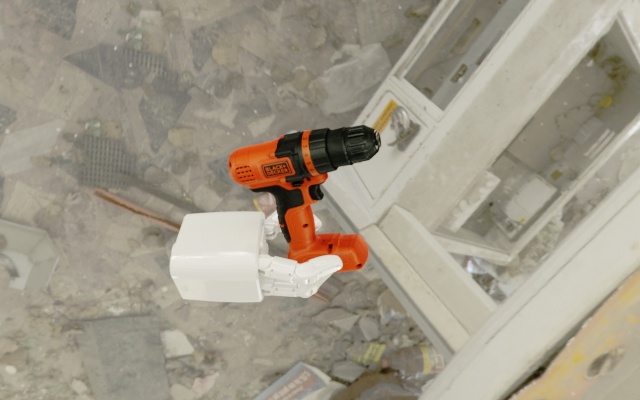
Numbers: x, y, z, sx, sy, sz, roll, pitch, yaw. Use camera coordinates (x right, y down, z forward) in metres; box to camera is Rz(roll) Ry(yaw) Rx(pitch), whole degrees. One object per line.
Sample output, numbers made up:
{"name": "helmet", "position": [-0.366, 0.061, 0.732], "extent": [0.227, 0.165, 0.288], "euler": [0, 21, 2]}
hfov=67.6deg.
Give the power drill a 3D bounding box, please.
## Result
{"name": "power drill", "position": [0.000, 0.002, 0.584], "extent": [0.184, 0.188, 0.057], "euler": [-8, 30, 21]}
